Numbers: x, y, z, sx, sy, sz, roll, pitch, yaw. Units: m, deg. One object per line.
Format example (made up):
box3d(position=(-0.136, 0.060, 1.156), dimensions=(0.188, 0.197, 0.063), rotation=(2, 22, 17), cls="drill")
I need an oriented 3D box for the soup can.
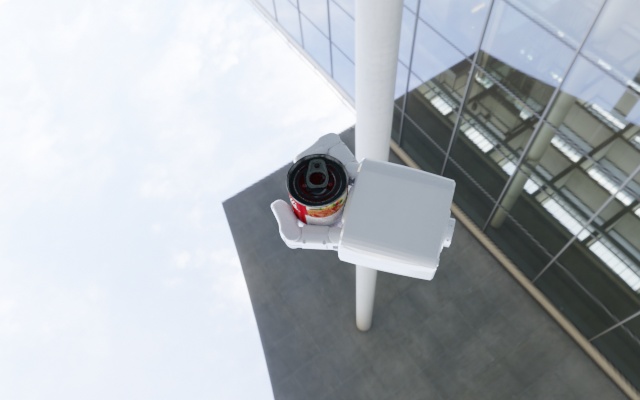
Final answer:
box3d(position=(0.000, 0.002, 0.556), dimensions=(0.068, 0.068, 0.102), rotation=(0, -29, 5), cls="soup can")
